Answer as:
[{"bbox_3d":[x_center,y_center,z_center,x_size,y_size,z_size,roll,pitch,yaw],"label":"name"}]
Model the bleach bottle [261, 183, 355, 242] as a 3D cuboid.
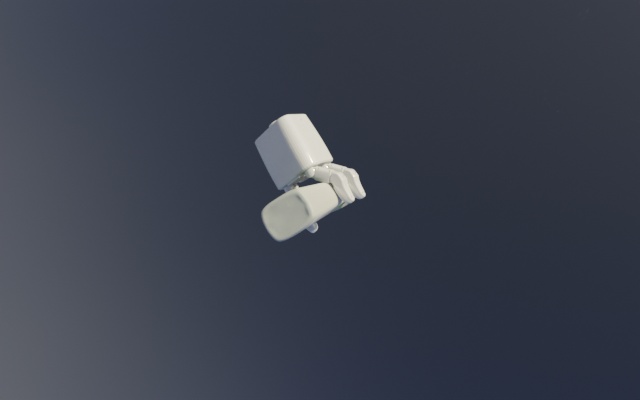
[{"bbox_3d":[0.000,0.003,0.885,0.102,0.068,0.251,-32,-5,27],"label":"bleach bottle"}]
